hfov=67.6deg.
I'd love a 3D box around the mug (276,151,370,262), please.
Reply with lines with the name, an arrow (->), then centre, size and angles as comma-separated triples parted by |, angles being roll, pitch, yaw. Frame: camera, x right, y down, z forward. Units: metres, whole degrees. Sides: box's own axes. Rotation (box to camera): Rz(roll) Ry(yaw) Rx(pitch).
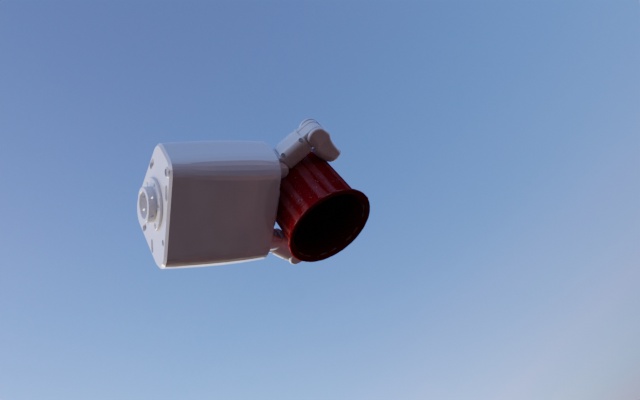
mug -> 0.001, 0.001, 0.500 | 0.117, 0.093, 0.081 | -4, 40, -36
